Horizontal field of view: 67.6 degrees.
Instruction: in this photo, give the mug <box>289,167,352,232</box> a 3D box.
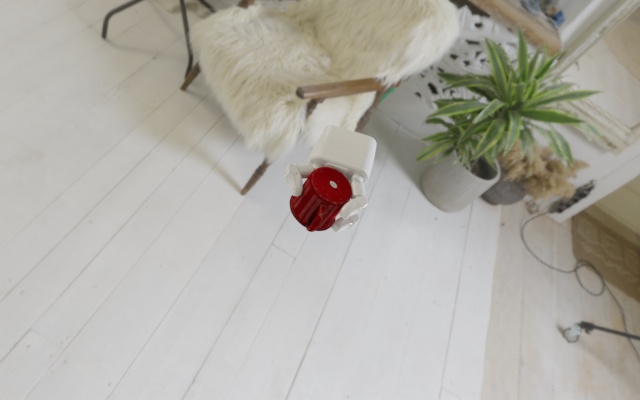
[{"bbox_3d":[0.000,0.004,0.833,0.093,0.117,0.081,28,-43,-9],"label":"mug"}]
